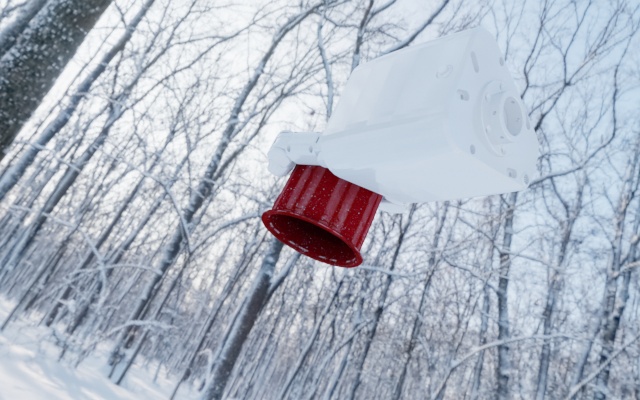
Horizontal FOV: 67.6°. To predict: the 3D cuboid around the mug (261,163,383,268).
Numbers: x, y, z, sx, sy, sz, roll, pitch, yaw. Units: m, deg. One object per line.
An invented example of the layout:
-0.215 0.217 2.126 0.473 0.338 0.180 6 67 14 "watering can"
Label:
-0.001 0.001 0.426 0.117 0.081 0.093 -3 -36 49 "mug"
